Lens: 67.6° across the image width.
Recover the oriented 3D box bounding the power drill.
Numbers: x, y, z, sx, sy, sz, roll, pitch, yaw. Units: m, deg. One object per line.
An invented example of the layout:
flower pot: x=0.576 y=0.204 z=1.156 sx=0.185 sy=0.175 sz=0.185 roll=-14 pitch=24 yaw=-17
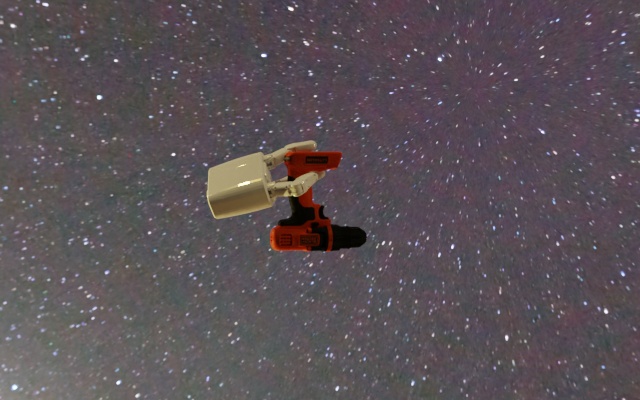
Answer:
power drill: x=0.000 y=0.002 z=0.885 sx=0.184 sy=0.187 sz=0.057 roll=0 pitch=4 yaw=-16
